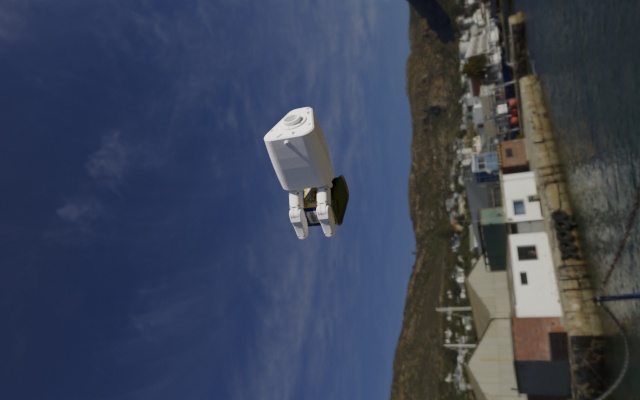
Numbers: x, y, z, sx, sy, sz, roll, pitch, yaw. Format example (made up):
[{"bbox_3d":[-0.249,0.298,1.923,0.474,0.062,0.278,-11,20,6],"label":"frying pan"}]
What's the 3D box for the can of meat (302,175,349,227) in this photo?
[{"bbox_3d":[0.000,0.003,0.897,0.084,0.057,0.102,-6,39,22],"label":"can of meat"}]
